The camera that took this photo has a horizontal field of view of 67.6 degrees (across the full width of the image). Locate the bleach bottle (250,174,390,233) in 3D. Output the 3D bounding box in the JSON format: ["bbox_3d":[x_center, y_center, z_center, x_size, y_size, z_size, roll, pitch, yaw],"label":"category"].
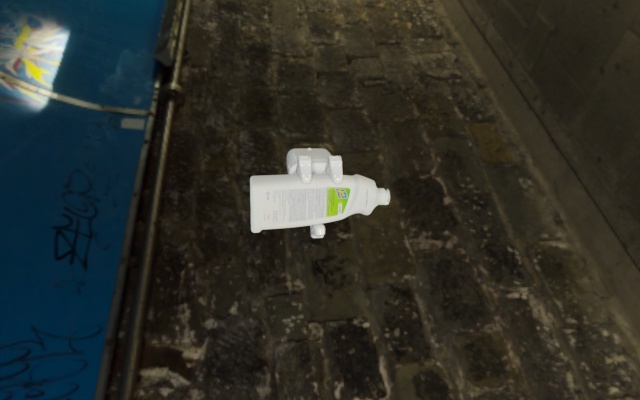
[{"bbox_3d":[0.000,0.003,0.865,0.251,0.103,0.068,-1,24,-9],"label":"bleach bottle"}]
